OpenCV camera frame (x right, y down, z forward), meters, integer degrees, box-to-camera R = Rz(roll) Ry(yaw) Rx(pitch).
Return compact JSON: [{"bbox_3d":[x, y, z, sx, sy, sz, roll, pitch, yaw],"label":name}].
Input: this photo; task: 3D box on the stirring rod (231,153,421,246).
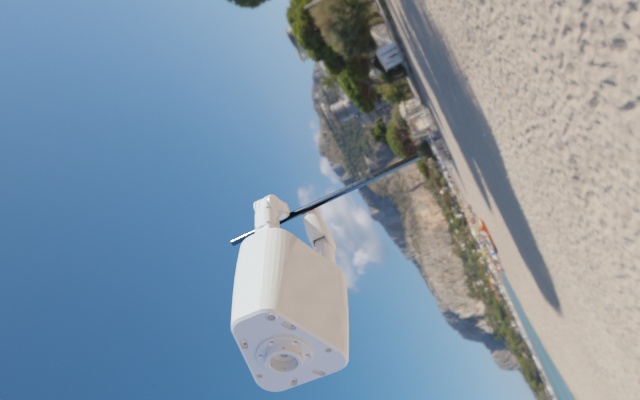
[{"bbox_3d":[0.000,0.002,0.541,0.239,0.011,0.011,-25,-7,15],"label":"stirring rod"}]
